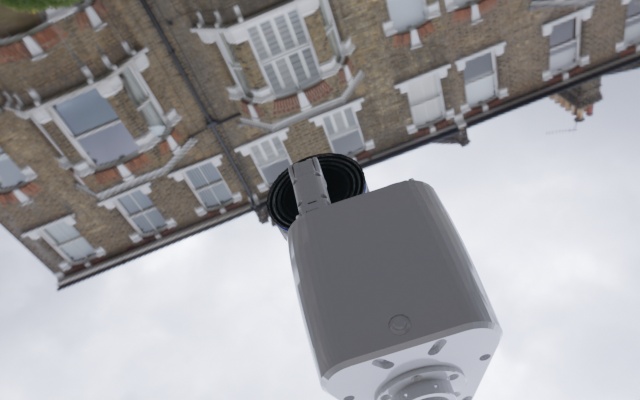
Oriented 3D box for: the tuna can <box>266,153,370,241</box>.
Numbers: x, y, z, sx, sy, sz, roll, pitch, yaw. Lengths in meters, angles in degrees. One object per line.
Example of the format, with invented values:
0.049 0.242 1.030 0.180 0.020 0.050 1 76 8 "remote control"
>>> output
0.000 0.002 0.405 0.086 0.086 0.034 0 -41 23 "tuna can"
